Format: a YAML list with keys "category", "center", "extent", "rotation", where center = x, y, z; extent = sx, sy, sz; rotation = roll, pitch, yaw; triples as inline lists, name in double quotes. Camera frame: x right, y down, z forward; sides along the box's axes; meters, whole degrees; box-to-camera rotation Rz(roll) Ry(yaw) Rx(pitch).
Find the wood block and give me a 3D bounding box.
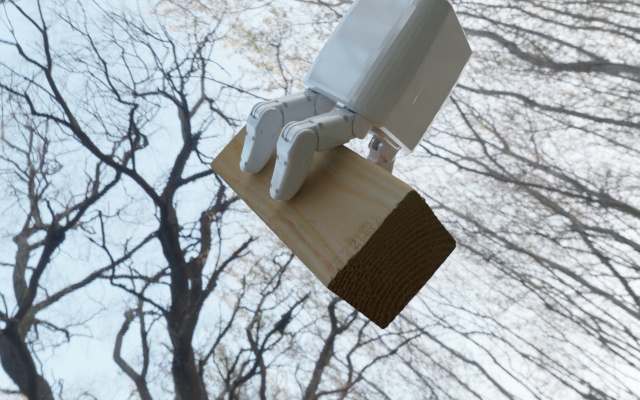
- category: "wood block"
  center: [0.000, 0.001, 0.411]
  extent: [0.091, 0.090, 0.206]
  rotation: [43, -2, -43]
